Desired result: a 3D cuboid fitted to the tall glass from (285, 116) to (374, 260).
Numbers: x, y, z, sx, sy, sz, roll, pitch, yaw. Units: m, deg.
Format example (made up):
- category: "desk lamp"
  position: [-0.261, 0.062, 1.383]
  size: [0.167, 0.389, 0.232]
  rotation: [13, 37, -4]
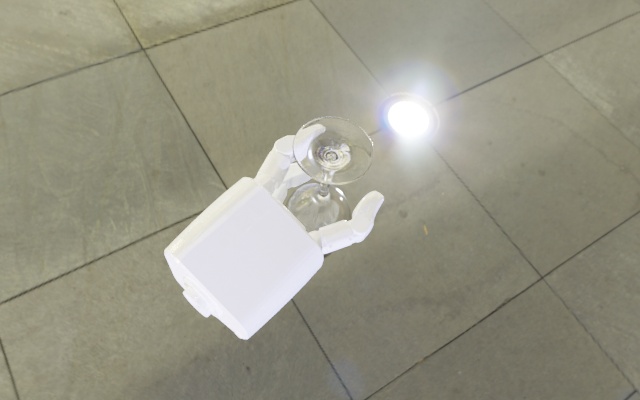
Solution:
- category: "tall glass"
  position: [0.000, 0.001, 0.517]
  size: [0.079, 0.079, 0.201]
  rotation: [0, -29, -7]
